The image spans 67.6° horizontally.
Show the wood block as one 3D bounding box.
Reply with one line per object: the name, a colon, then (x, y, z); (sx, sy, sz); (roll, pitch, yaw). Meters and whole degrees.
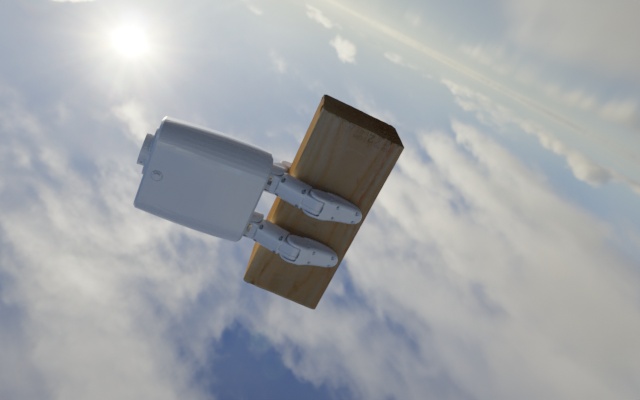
wood block: (0.000, 0.002, 0.526); (0.090, 0.206, 0.090); (24, 21, -8)
